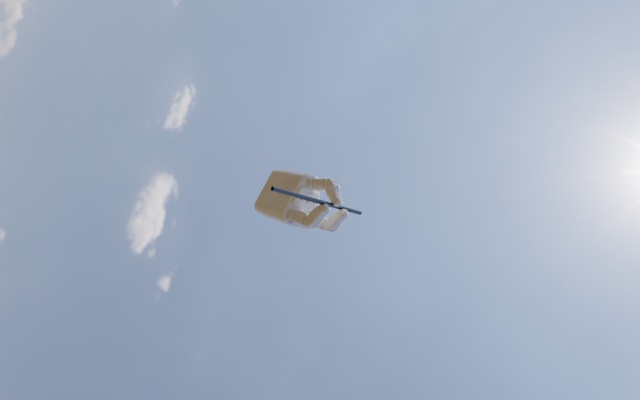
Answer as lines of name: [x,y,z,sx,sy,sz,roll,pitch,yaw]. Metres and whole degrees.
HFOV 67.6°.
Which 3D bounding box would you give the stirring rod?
stirring rod: [0.000,0.003,0.888,0.011,0.011,0.239,0,-11,43]
